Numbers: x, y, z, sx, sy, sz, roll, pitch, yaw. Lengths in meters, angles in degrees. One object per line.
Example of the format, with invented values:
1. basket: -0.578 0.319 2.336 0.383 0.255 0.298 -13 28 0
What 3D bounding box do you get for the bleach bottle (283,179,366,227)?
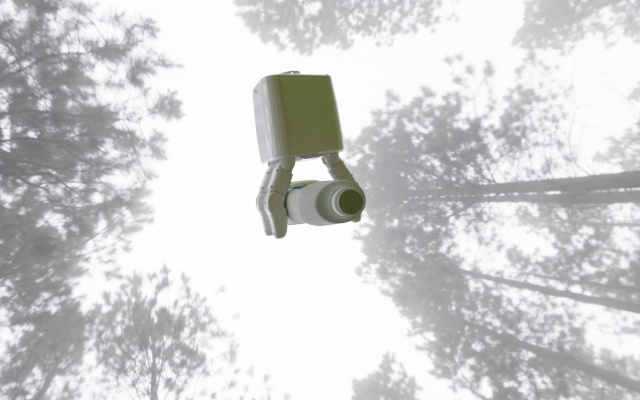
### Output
1. bleach bottle: 0.000 0.002 0.629 0.102 0.068 0.251 -9 2 -19
